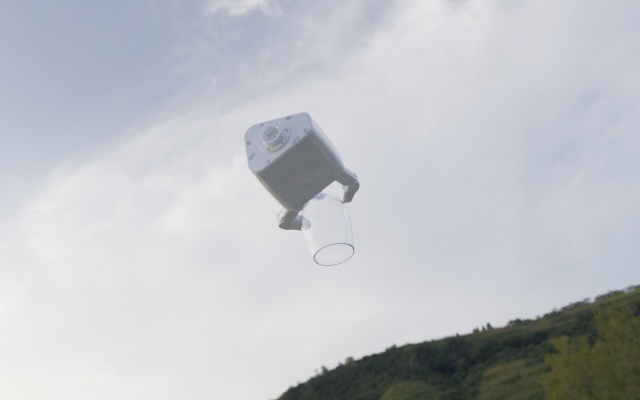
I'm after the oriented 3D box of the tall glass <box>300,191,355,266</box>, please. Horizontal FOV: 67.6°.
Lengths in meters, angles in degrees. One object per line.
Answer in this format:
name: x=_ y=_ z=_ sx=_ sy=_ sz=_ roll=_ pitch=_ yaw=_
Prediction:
tall glass: x=0.000 y=0.002 z=0.757 sx=0.079 sy=0.201 sz=0.079 roll=-9 pitch=-36 yaw=-7
